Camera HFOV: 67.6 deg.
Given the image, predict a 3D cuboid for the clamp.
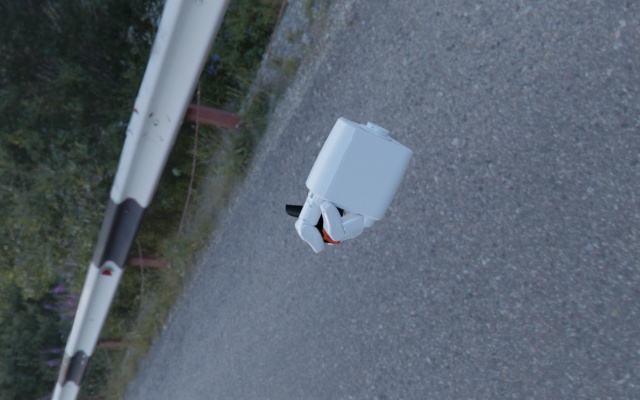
[{"bbox_3d":[0.000,0.002,0.757,0.039,0.120,0.171,16,17,-30],"label":"clamp"}]
